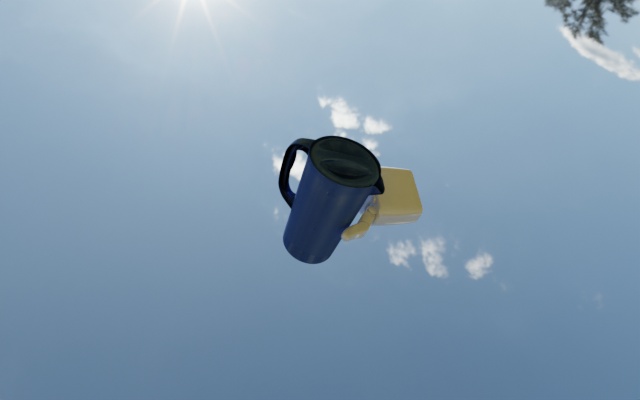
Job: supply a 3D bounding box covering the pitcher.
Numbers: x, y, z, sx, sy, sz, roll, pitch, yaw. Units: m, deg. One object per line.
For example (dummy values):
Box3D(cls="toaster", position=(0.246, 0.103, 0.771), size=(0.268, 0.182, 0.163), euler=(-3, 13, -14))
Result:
Box3D(cls="pitcher", position=(0.000, 0.003, 0.896), size=(0.145, 0.149, 0.243), euler=(-2, -42, -27))
